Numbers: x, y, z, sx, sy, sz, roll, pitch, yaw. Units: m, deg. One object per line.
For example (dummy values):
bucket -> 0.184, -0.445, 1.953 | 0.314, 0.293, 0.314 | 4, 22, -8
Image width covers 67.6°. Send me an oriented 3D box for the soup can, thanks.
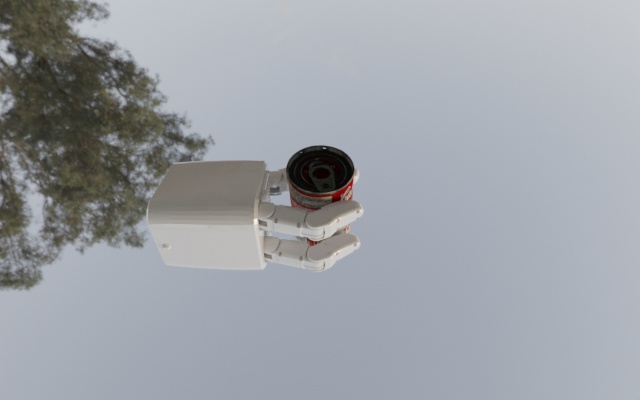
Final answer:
soup can -> 0.001, 0.002, 0.509 | 0.068, 0.068, 0.102 | 0, -42, 0
